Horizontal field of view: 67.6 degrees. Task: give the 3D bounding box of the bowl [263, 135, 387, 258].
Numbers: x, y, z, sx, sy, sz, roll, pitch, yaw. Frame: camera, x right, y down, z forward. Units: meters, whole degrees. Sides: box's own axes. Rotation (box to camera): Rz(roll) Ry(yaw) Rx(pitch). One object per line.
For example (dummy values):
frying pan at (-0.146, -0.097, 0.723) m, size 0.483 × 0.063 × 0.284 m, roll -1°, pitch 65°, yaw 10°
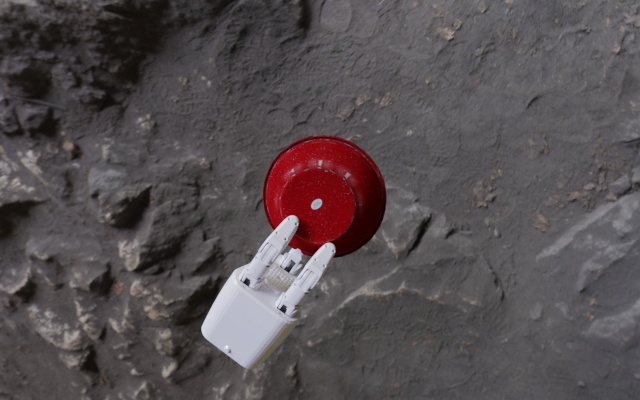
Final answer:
bowl at (0.000, 0.001, 0.589) m, size 0.162 × 0.162 × 0.055 m, roll 0°, pitch 11°, yaw 9°
